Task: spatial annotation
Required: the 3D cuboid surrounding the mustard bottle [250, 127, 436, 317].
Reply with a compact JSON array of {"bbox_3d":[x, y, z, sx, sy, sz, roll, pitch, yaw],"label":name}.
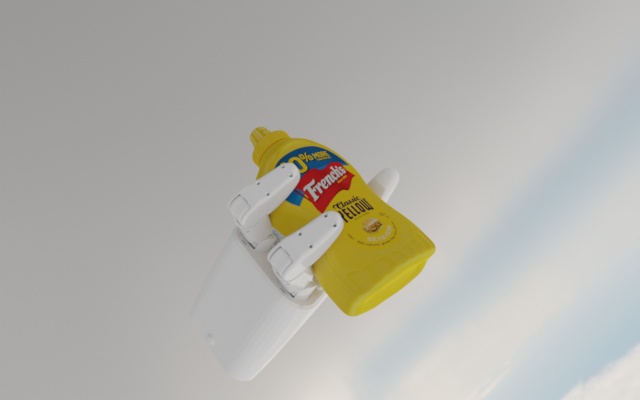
[{"bbox_3d":[0.000,0.001,0.408,0.096,0.058,0.191,-25,60,-34],"label":"mustard bottle"}]
